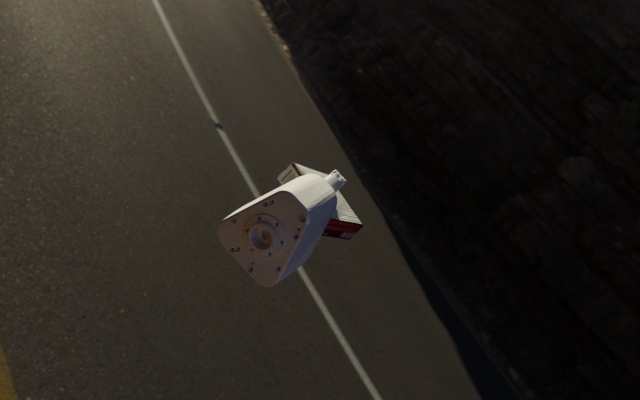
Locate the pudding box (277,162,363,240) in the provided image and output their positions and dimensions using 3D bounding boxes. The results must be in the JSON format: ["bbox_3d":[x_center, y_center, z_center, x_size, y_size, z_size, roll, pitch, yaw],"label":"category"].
[{"bbox_3d":[0.000,0.002,0.689,0.039,0.113,0.090,-44,-32,21],"label":"pudding box"}]
